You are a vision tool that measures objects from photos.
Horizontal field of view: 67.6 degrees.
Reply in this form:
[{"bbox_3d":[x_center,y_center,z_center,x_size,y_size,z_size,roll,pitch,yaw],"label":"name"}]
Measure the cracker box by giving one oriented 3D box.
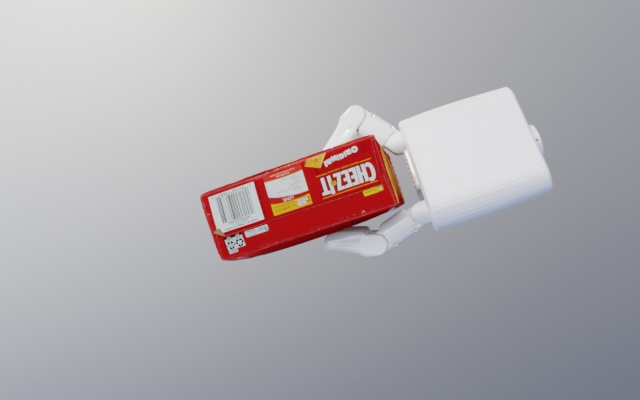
[{"bbox_3d":[0.000,0.001,0.502,0.164,0.072,0.214,-19,-5,11],"label":"cracker box"}]
